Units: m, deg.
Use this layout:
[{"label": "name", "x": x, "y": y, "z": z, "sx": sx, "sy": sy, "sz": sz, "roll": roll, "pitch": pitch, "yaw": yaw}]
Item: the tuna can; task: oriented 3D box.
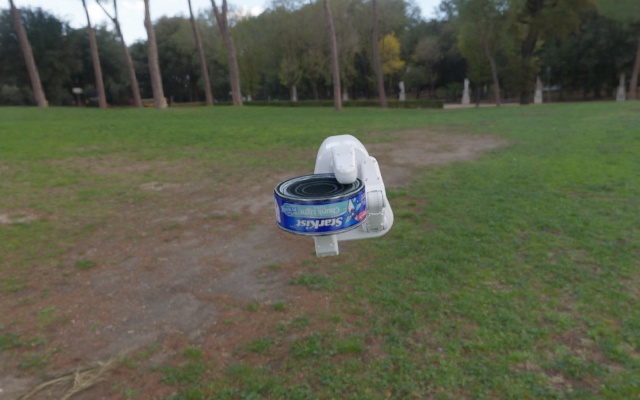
[{"label": "tuna can", "x": 0.000, "y": 0.001, "z": 0.444, "sx": 0.086, "sy": 0.034, "sz": 0.086, "roll": -4, "pitch": 19, "yaw": 1}]
